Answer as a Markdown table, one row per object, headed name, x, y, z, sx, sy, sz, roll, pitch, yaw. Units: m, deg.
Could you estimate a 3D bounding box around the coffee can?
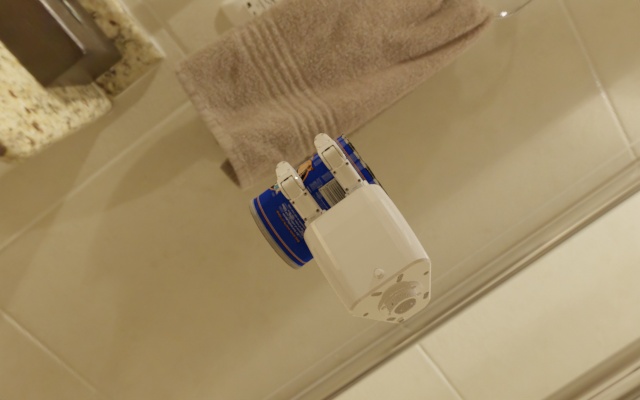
| name | x | y | z | sx | sy | sz | roll | pitch | yaw |
| --- | --- | --- | --- | --- | --- | --- | --- | --- | --- |
| coffee can | 0.000 | 0.002 | 0.577 | 0.140 | 0.103 | 0.103 | -36 | -4 | 5 |
